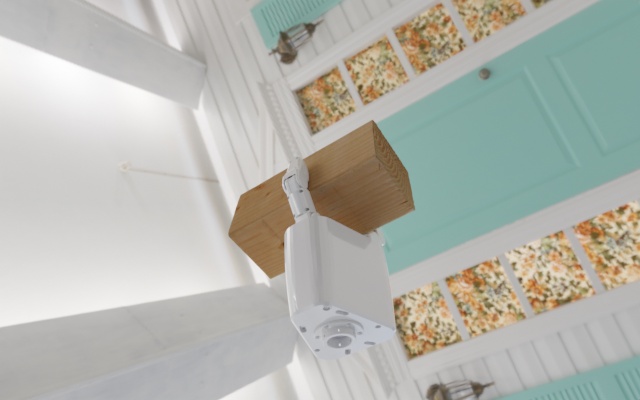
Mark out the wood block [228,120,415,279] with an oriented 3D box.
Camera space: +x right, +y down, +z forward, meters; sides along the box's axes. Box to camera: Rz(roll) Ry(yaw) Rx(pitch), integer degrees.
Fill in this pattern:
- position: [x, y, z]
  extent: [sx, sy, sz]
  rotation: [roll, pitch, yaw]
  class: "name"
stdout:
- position: [0.000, 0.002, 0.589]
  extent: [0.206, 0.091, 0.090]
  rotation: [-28, 29, 21]
  class: "wood block"
